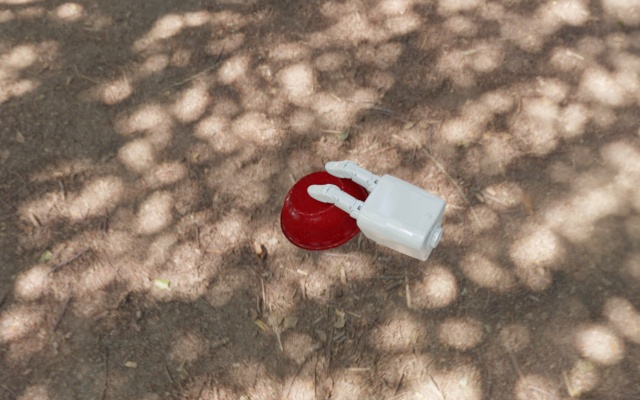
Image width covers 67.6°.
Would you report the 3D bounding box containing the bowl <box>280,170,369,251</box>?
[{"bbox_3d":[-0.001,0.002,0.800,0.162,0.162,0.055,0,-38,21],"label":"bowl"}]
